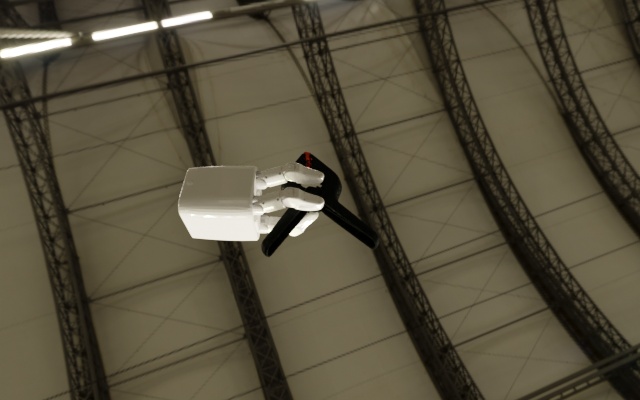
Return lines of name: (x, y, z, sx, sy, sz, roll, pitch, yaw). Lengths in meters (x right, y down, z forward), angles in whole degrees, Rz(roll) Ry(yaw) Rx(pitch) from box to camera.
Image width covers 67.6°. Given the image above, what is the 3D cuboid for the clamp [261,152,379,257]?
clamp: (0.000, 0.003, 0.726, 0.164, 0.036, 0.209, 2, 44, -3)
